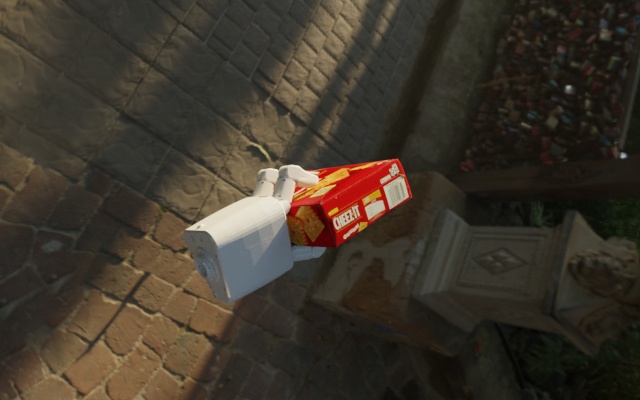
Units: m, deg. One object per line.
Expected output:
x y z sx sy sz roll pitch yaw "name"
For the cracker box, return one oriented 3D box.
0.000 0.003 0.716 0.164 0.072 0.213 -30 17 -35 "cracker box"
